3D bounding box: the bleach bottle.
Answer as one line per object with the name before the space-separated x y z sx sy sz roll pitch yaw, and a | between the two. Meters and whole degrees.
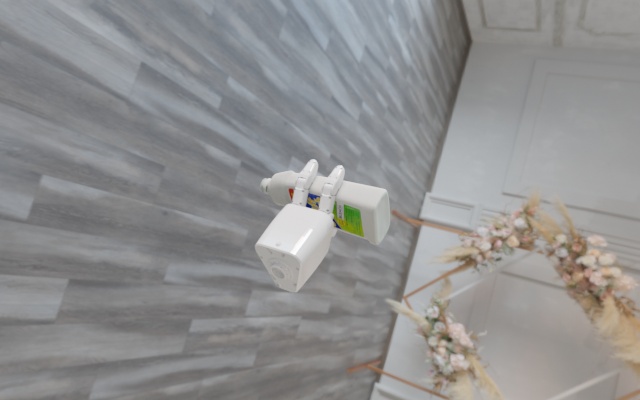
bleach bottle | 0.000 0.003 0.886 0.251 0.103 0.068 13 43 27
